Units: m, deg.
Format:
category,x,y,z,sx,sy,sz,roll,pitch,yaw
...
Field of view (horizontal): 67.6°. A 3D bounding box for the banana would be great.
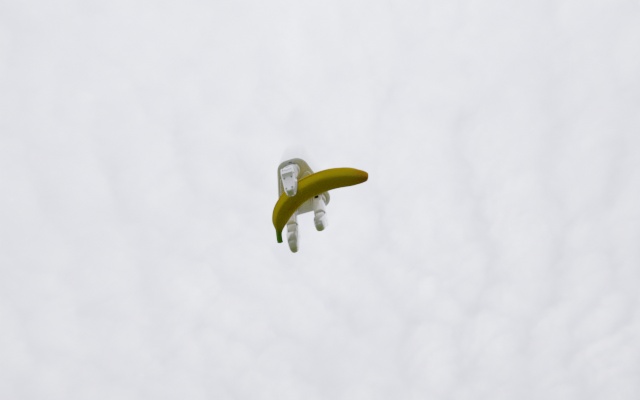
category,x,y,z,sx,sy,sz,roll,pitch,yaw
banana,-0.014,-0.009,0.814,0.198,0.069,0.037,-36,14,12
